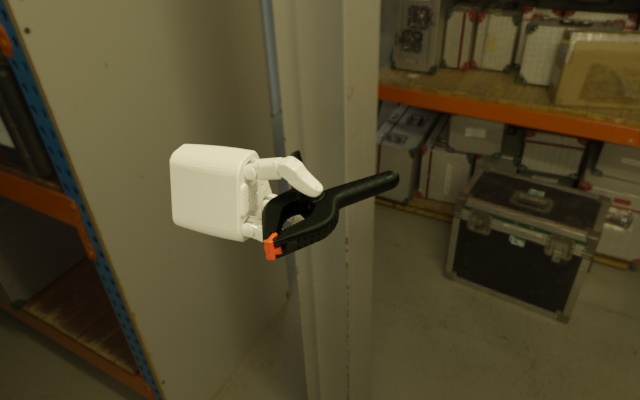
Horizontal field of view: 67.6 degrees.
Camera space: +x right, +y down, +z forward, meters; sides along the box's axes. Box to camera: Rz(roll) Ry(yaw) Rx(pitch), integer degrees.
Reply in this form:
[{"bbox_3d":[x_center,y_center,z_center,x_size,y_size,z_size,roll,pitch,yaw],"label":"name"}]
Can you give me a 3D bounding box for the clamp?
[{"bbox_3d":[0.000,0.002,0.598,0.164,0.036,0.210,9,37,20],"label":"clamp"}]
